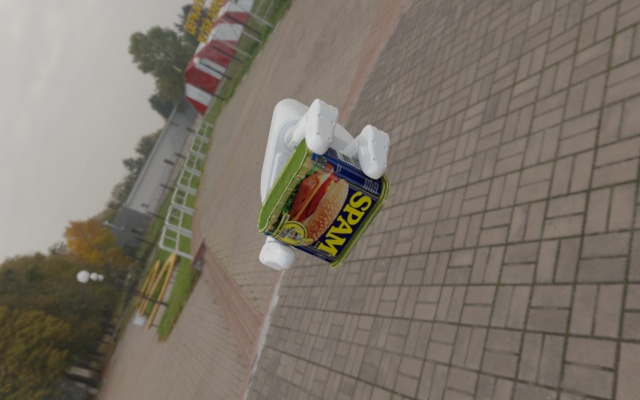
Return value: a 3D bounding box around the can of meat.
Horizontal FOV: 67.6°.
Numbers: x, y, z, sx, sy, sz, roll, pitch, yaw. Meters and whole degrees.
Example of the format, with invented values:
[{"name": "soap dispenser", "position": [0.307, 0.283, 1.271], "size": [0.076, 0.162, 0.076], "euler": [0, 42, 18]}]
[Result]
[{"name": "can of meat", "position": [0.000, 0.001, 0.443], "size": [0.084, 0.102, 0.057], "euler": [26, 22, -18]}]
